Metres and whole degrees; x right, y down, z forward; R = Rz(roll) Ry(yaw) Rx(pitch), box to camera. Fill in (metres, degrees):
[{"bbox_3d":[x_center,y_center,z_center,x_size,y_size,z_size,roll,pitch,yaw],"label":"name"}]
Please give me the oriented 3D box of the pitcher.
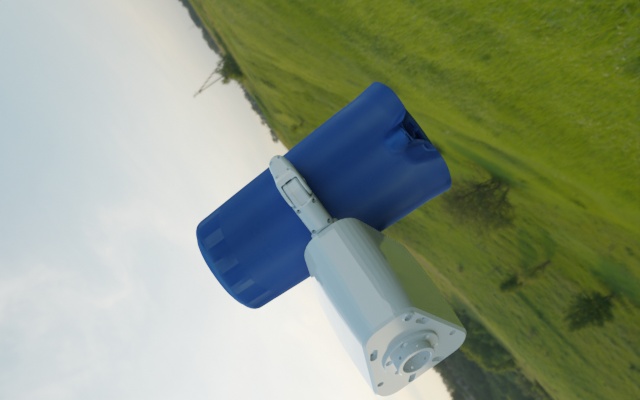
[{"bbox_3d":[0.000,0.002,0.500,0.243,0.149,0.145,-35,43,0],"label":"pitcher"}]
